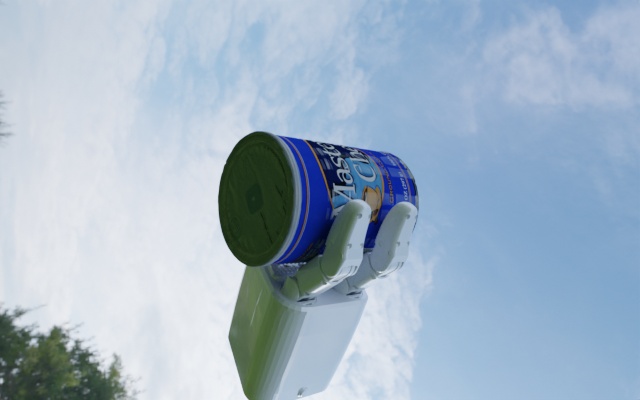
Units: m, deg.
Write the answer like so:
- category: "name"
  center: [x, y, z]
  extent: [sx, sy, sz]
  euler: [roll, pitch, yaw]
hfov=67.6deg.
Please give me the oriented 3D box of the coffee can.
- category: "coffee can"
  center: [0.000, 0.001, 0.406]
  extent: [0.140, 0.103, 0.103]
  euler: [3, -2, -42]
